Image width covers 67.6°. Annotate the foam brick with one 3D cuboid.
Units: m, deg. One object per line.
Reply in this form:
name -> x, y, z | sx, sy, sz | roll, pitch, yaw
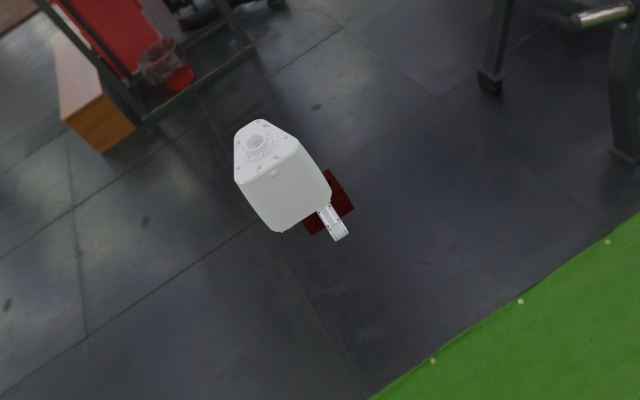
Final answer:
foam brick -> 0.000, 0.002, 0.700 | 0.078, 0.053, 0.051 | -33, -44, 0
